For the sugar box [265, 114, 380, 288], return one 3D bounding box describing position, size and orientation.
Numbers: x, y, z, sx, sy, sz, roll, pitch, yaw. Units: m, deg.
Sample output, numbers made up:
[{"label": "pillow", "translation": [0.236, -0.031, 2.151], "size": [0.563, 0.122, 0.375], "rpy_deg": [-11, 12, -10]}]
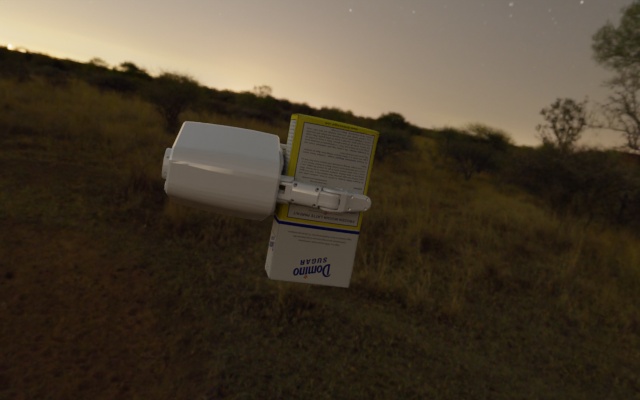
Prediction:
[{"label": "sugar box", "translation": [0.000, 0.001, 0.520], "size": [0.093, 0.176, 0.048], "rpy_deg": [10, 10, -15]}]
